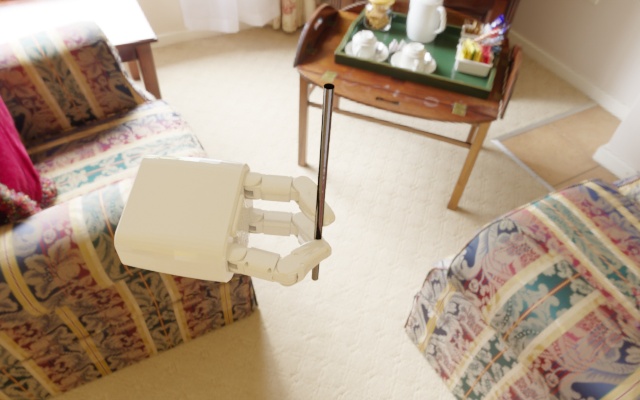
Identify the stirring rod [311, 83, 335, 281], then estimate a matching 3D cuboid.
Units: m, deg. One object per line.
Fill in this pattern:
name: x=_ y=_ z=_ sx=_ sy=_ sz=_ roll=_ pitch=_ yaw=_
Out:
stirring rod: x=0.000 y=0.001 z=0.424 sx=0.011 sy=0.011 sz=0.240 roll=0 pitch=-43 yaw=-4
